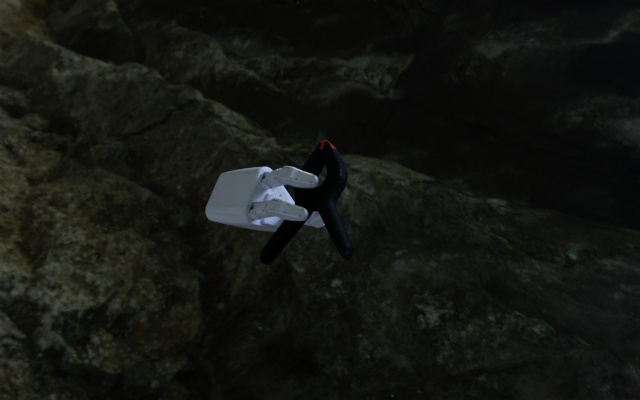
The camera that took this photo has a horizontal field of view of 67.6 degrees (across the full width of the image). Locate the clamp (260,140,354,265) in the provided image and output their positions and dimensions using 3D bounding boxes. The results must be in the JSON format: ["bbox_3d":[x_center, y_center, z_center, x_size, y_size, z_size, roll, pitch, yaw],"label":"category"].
[{"bbox_3d":[0.001,0.002,0.716,0.164,0.210,0.036,0,-27,40],"label":"clamp"}]
